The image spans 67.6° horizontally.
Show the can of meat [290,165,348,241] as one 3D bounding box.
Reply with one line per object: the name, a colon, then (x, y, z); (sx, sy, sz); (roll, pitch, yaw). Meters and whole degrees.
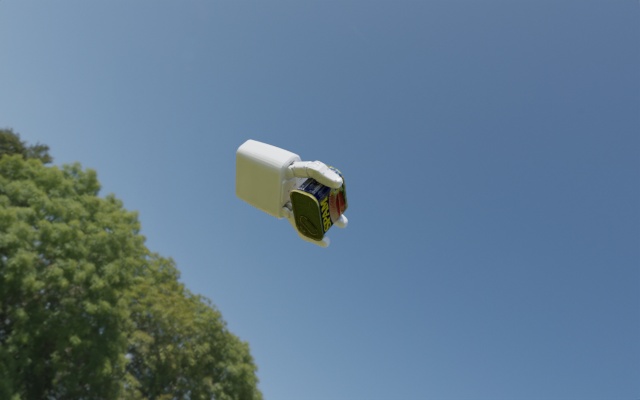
can of meat: (0.000, 0.002, 0.805); (0.057, 0.102, 0.084); (20, 48, 29)
